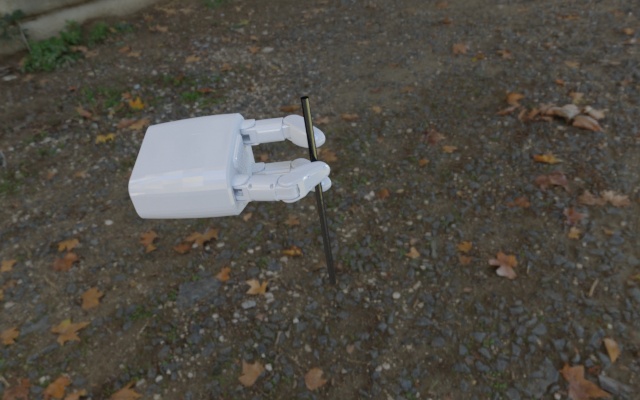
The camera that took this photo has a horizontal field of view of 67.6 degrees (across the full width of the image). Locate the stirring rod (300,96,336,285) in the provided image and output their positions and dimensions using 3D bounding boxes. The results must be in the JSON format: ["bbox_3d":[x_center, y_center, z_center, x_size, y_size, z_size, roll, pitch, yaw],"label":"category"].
[{"bbox_3d":[0.000,0.002,0.519,0.011,0.240,0.011,-6,34,4],"label":"stirring rod"}]
